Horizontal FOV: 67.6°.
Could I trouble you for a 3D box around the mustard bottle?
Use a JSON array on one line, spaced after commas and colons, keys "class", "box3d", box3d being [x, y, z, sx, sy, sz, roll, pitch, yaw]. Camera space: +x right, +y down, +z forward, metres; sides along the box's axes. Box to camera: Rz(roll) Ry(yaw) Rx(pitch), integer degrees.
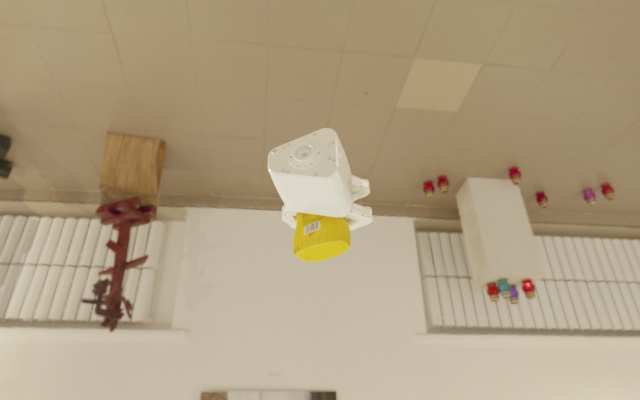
[{"class": "mustard bottle", "box3d": [0.000, 0.003, 0.810, 0.096, 0.191, 0.058, -23, -37, 31]}]
